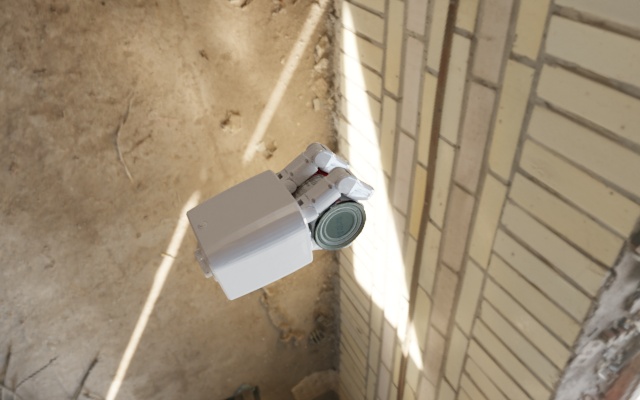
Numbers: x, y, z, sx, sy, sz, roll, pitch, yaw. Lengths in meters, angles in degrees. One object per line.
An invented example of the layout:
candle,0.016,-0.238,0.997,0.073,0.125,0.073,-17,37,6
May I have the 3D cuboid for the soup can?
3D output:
soup can,0.001,0.002,0.556,0.068,0.068,0.102,0,32,-32
